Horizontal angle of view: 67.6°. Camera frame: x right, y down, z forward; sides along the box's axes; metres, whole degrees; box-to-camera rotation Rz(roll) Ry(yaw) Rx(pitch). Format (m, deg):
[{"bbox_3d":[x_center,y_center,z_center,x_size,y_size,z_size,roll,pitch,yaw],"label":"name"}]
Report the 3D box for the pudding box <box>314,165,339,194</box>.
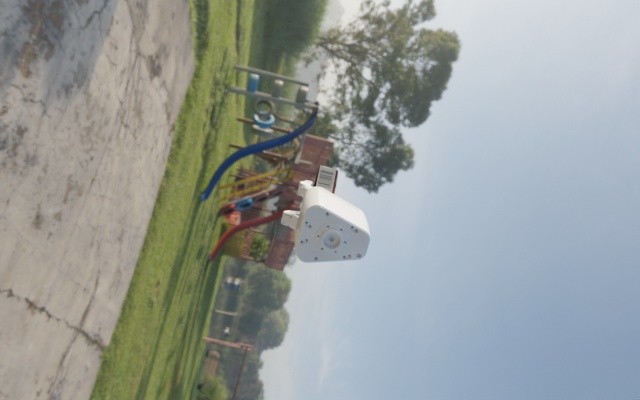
[{"bbox_3d":[0.000,0.003,0.877,0.039,0.113,0.090,14,-14,-3],"label":"pudding box"}]
